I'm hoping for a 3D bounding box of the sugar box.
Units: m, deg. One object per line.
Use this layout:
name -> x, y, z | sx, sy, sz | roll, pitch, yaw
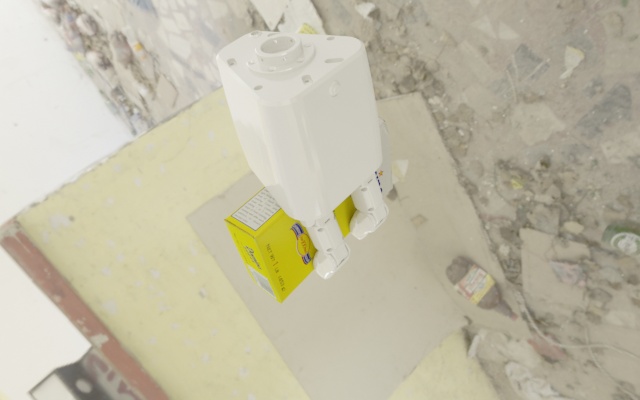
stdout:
sugar box -> 0.000, 0.002, 0.444 | 0.048, 0.093, 0.176 | 29, 58, 35
